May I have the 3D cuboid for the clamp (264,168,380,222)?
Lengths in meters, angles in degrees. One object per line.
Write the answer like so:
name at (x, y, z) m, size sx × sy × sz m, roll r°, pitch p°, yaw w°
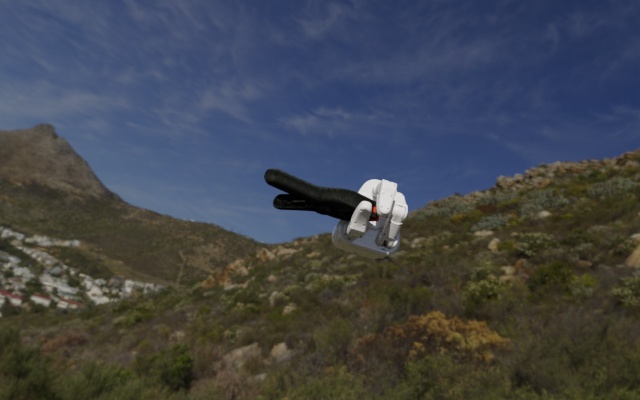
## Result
clamp at (0.000, 0.002, 0.700) m, size 0.171 × 0.039 × 0.120 m, roll 18°, pitch -14°, yaw -2°
